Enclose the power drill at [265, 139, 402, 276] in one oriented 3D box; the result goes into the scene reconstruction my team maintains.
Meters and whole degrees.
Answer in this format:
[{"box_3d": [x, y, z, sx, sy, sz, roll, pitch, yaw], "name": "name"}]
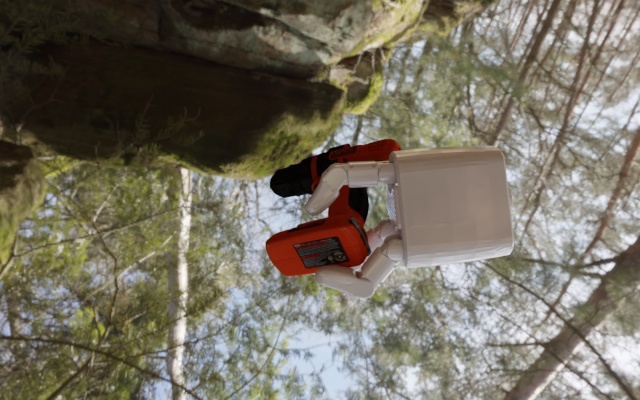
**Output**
[{"box_3d": [0.000, 0.002, 0.559, 0.184, 0.057, 0.187, -14, 33, 25], "name": "power drill"}]
